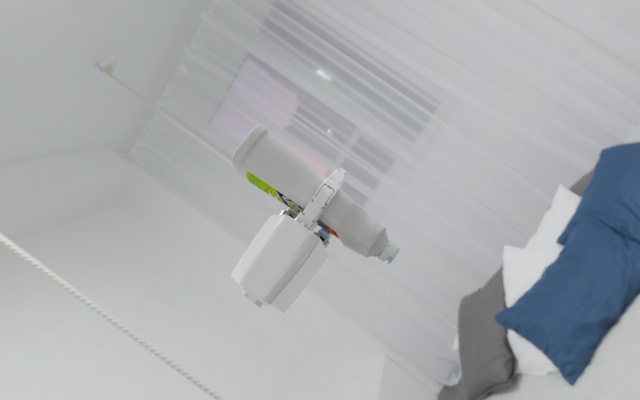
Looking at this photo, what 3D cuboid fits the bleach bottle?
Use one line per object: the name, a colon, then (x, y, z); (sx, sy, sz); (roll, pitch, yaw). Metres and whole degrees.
bleach bottle: (0.000, 0.002, 0.654); (0.251, 0.068, 0.102); (35, -12, 3)
